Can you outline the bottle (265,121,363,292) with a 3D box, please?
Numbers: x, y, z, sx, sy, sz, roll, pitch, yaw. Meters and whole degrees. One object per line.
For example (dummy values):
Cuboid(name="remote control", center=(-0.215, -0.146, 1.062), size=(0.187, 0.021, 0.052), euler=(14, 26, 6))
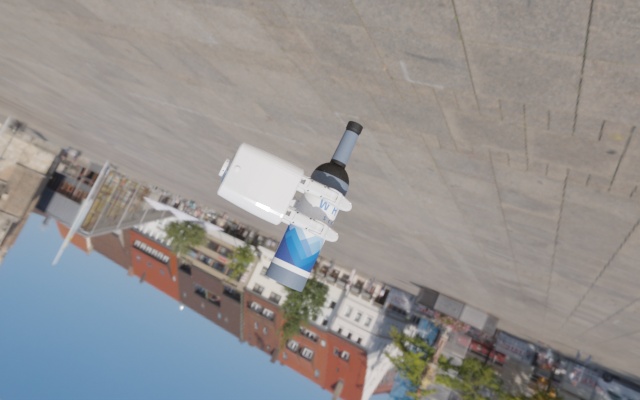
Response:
Cuboid(name="bottle", center=(0.000, 0.003, 0.798), size=(0.069, 0.295, 0.069), euler=(24, -8, 3))
